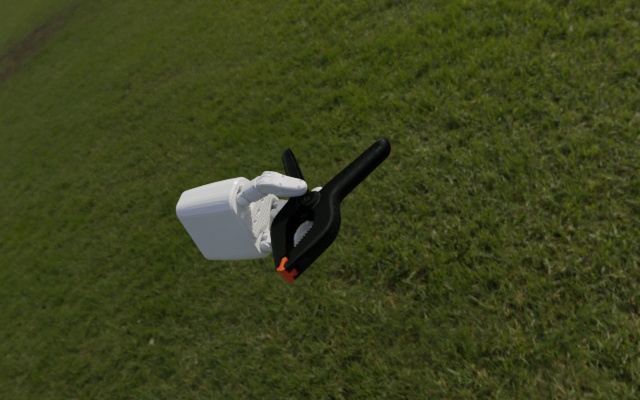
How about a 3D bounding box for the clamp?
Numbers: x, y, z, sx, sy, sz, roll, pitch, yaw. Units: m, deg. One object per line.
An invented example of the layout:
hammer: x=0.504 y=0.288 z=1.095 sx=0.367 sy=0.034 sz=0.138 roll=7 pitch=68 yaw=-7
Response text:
clamp: x=-0.001 y=0.002 z=0.594 sx=0.164 sy=0.209 sz=0.036 roll=-9 pitch=-41 yaw=29
